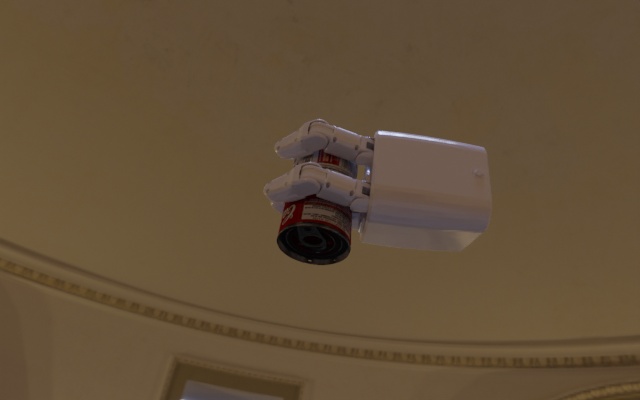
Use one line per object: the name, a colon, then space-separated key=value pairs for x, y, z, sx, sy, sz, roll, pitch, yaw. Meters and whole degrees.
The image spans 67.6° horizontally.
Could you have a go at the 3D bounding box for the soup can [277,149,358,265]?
soup can: x=0.000 y=0.001 z=0.464 sx=0.068 sy=0.102 sz=0.069 roll=6 pitch=-36 yaw=4
